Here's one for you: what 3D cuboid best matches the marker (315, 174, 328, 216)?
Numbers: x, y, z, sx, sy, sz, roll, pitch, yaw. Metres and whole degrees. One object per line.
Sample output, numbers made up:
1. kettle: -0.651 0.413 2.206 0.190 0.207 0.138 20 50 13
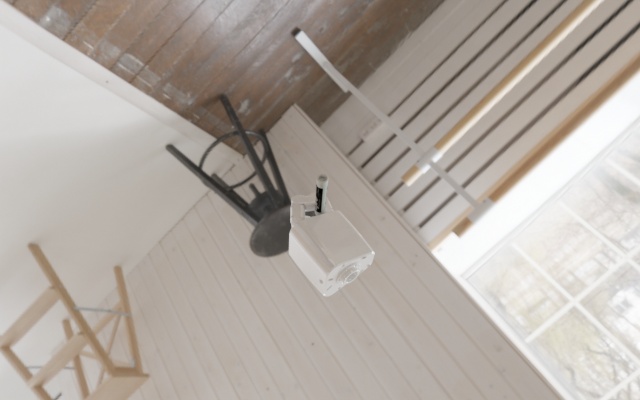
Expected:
1. marker: 0.000 0.003 0.815 0.020 0.020 0.121 0 -40 -4
